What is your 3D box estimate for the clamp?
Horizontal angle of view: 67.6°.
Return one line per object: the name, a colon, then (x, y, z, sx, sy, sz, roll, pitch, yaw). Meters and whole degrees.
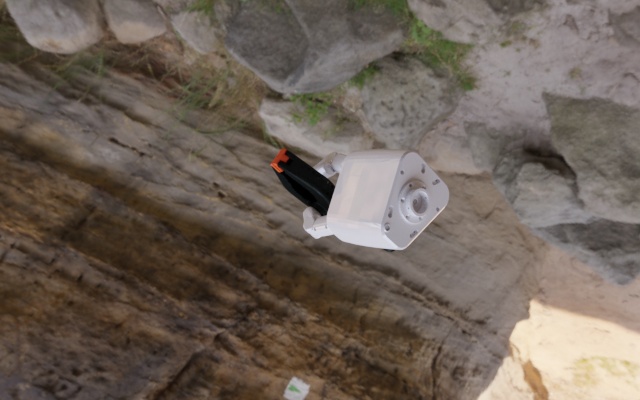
clamp: (-0.001, 0.003, 0.699, 0.210, 0.036, 0.164, 42, -20, -27)
